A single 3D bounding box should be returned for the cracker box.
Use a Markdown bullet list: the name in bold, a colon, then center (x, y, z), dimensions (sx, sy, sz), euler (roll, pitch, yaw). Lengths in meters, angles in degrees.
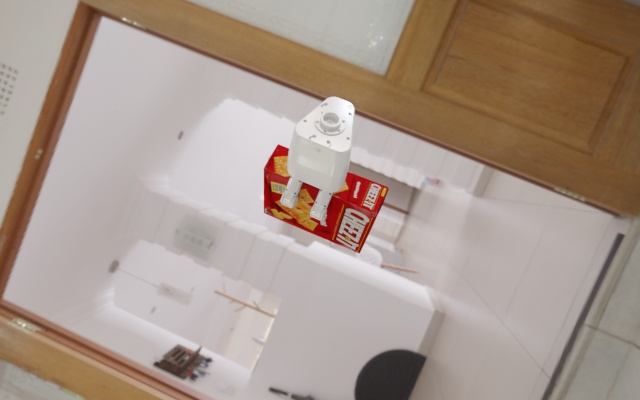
- **cracker box**: center (0.000, 0.003, 0.891), dimensions (0.213, 0.072, 0.164), euler (23, -31, 6)
